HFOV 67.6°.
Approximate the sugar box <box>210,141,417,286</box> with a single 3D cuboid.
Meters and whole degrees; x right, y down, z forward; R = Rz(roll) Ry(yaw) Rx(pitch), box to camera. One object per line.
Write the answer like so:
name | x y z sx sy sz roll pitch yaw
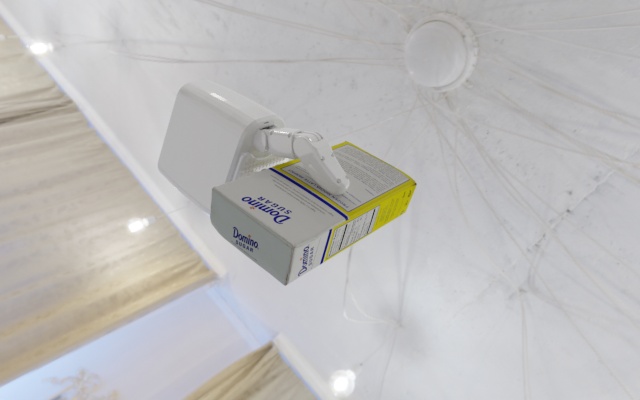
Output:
sugar box | 0.000 0.002 0.424 0.093 0.048 0.176 33 39 28
